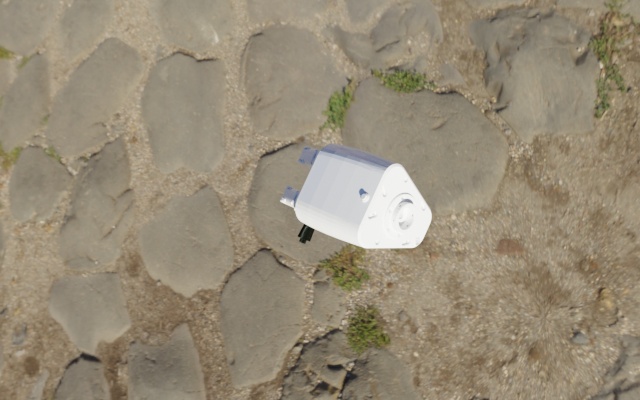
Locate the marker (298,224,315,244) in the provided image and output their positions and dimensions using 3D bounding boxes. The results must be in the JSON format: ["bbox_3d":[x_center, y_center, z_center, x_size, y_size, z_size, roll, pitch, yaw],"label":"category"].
[{"bbox_3d":[0.000,0.002,0.644,0.020,0.121,0.020,24,-2,1],"label":"marker"}]
